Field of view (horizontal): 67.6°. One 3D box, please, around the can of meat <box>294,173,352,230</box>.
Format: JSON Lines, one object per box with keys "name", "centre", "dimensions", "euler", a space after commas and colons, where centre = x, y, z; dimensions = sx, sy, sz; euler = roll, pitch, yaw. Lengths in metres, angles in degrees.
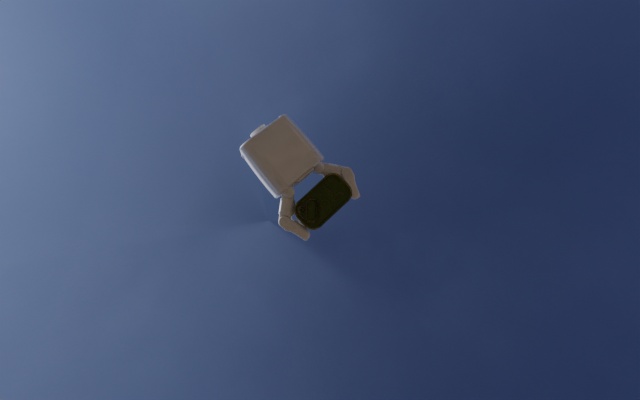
{"name": "can of meat", "centre": [0.000, 0.003, 0.836], "dimensions": [0.102, 0.057, 0.084], "euler": [-43, 3, -6]}
